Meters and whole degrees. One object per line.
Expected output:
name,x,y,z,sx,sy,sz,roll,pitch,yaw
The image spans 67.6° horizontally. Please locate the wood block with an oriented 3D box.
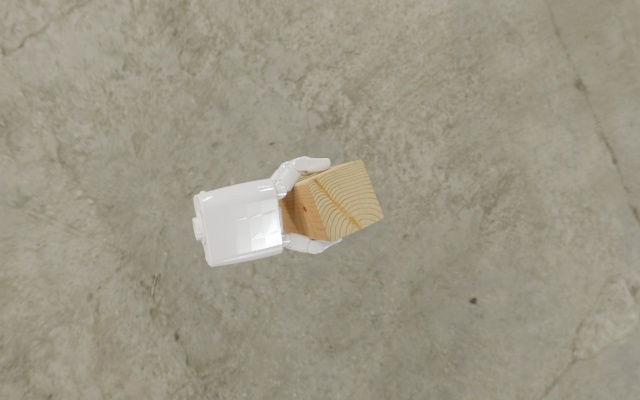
wood block,0.000,0.003,0.741,0.090,0.091,0.206,-23,7,-19
